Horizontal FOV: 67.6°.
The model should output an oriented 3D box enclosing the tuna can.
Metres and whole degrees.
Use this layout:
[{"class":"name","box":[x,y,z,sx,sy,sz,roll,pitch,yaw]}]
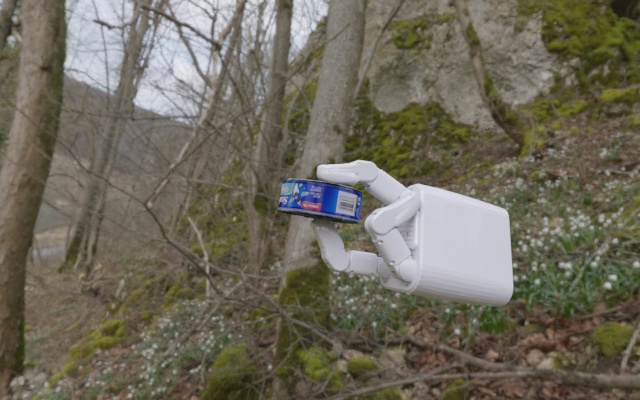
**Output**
[{"class":"tuna can","box":[0.000,0.001,0.496,0.086,0.033,0.086,9,-5,1]}]
